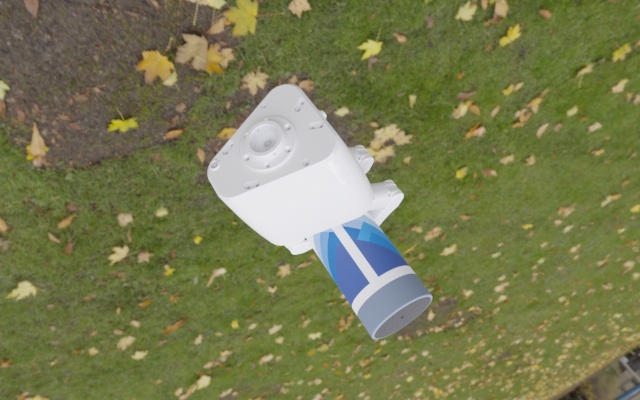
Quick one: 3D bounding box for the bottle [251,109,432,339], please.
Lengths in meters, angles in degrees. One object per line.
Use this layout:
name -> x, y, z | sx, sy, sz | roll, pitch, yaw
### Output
bottle -> 0.000, 0.002, 0.502 | 0.069, 0.295, 0.069 | -26, -31, -17
